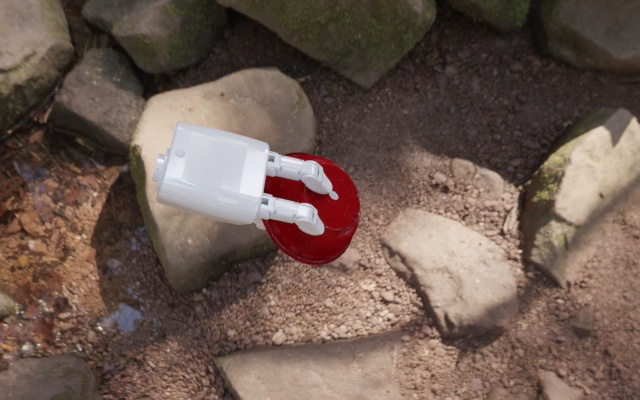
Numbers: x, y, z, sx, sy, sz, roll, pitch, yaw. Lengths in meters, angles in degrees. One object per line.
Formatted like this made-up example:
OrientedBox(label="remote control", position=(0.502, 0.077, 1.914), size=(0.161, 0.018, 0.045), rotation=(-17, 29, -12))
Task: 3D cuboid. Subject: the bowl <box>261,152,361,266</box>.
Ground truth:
OrientedBox(label="bowl", position=(0.001, 0.002, 0.636), size=(0.162, 0.162, 0.055), rotation=(0, -17, -38))
